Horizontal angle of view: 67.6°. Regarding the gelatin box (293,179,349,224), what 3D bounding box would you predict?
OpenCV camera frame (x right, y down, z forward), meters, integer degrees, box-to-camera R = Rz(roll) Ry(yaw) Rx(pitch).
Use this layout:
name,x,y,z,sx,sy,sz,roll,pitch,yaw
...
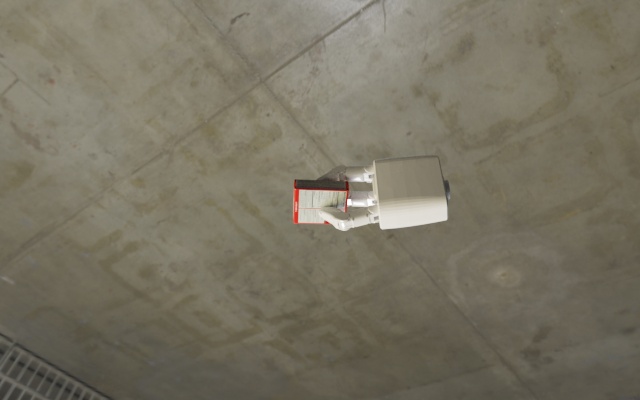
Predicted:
name,x,y,z,sx,sy,sz,roll,pitch,yaw
gelatin box,0.000,0.003,0.784,0.089,0.073,0.030,1,39,-3
